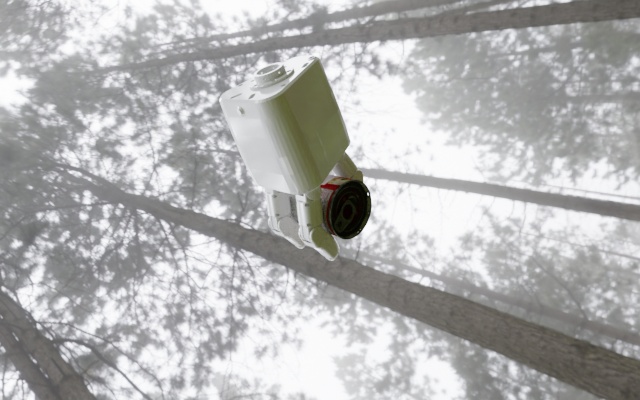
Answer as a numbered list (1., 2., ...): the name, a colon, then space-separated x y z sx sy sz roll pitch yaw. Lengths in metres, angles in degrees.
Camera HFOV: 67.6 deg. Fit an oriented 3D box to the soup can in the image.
1. soup can: 0.000 0.002 0.565 0.068 0.068 0.102 0 10 -45
